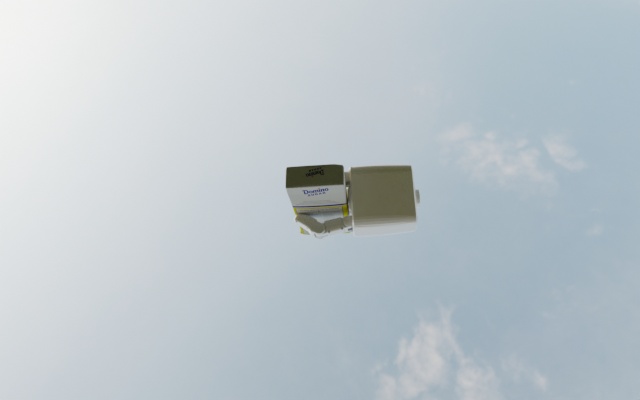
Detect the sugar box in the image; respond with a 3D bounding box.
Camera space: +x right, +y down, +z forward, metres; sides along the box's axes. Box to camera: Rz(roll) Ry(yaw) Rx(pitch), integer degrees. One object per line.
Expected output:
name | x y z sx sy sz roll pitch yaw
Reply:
sugar box | 0.000 0.002 0.809 0.093 0.048 0.176 -3 -31 5
